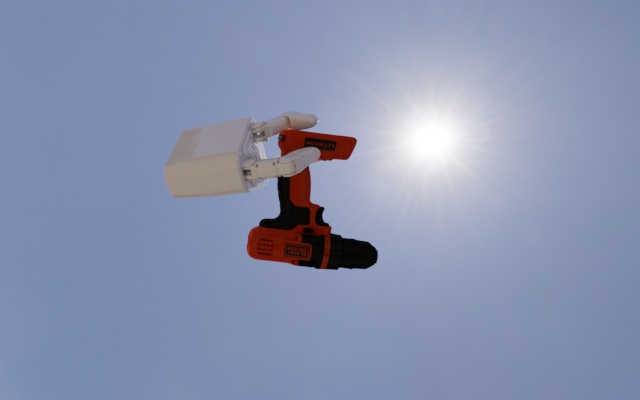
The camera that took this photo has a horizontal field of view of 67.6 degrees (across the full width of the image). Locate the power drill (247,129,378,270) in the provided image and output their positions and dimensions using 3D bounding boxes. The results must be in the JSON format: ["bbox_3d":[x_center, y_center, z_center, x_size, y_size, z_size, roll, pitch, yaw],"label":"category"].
[{"bbox_3d":[0.000,0.002,0.655,0.184,0.187,0.057,7,5,-11],"label":"power drill"}]
